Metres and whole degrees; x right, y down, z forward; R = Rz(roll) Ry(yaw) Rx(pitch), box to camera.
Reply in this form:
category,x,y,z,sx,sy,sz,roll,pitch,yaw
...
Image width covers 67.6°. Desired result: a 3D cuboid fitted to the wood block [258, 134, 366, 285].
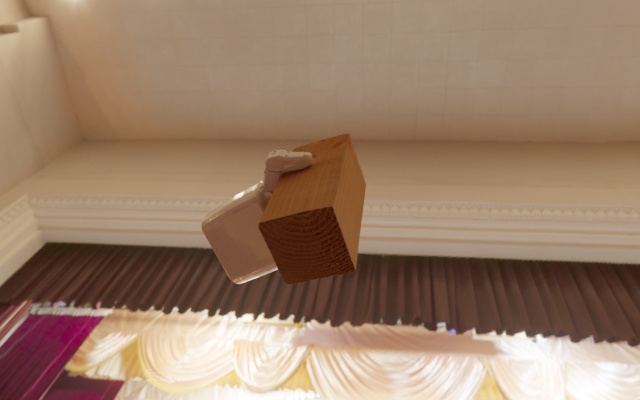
category,x,y,z,sx,sy,sz,roll,pitch,yaw
wood block,0.000,0.002,0.616,0.090,0.091,0.206,-13,27,16
